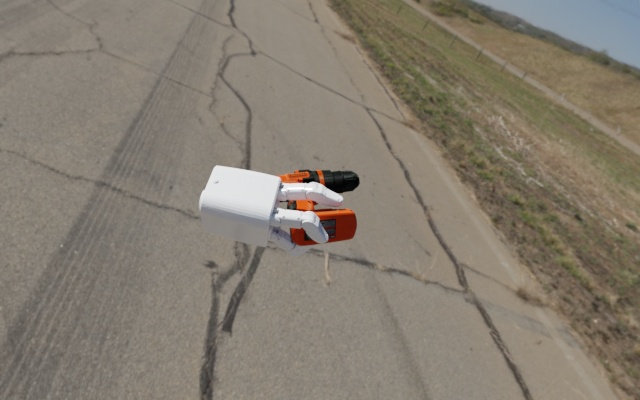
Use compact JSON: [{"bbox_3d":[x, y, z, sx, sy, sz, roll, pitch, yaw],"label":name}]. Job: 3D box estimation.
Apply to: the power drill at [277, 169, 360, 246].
[{"bbox_3d":[0.000,0.003,0.825,0.184,0.057,0.187,-8,27,-12],"label":"power drill"}]
